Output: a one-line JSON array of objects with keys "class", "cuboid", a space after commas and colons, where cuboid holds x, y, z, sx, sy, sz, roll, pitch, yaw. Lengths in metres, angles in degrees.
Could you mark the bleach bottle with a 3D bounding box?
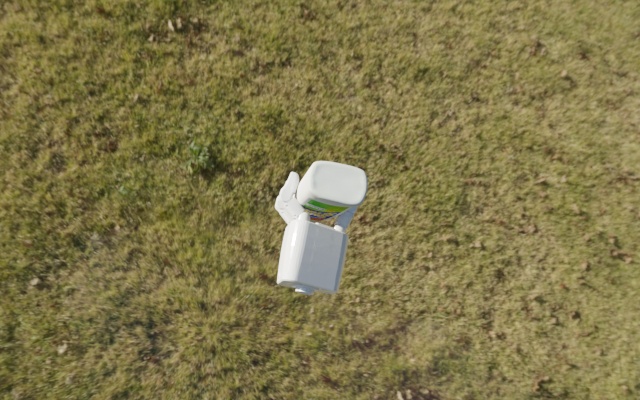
[{"class": "bleach bottle", "cuboid": [0.000, 0.003, 0.876, 0.102, 0.068, 0.251, 13, -18, -9]}]
